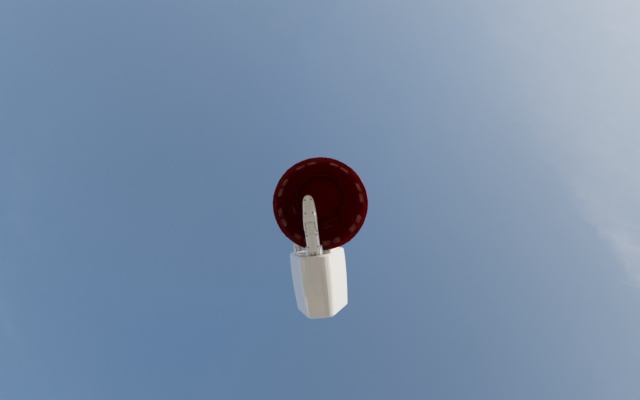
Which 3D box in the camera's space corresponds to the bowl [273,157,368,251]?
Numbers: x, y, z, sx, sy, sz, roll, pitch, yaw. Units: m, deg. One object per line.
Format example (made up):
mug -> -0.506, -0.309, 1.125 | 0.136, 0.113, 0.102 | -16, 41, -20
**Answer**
bowl -> 0.000, 0.001, 0.832 | 0.162, 0.162, 0.055 | 0, 11, 1
